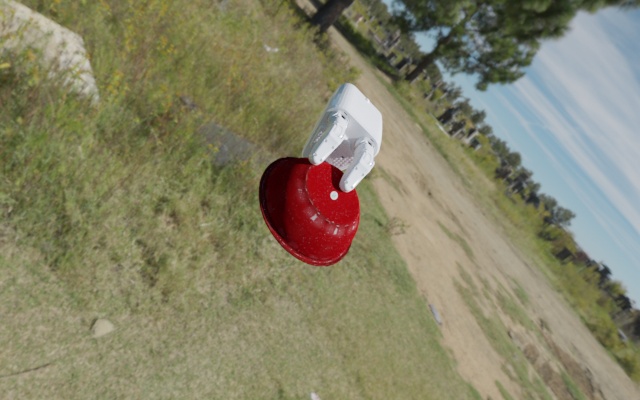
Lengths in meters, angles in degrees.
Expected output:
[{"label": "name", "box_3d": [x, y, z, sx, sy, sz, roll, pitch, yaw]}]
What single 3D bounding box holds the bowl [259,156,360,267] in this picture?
[{"label": "bowl", "box_3d": [0.000, 0.003, 0.629, 0.162, 0.162, 0.055, 0, -24, -44]}]
